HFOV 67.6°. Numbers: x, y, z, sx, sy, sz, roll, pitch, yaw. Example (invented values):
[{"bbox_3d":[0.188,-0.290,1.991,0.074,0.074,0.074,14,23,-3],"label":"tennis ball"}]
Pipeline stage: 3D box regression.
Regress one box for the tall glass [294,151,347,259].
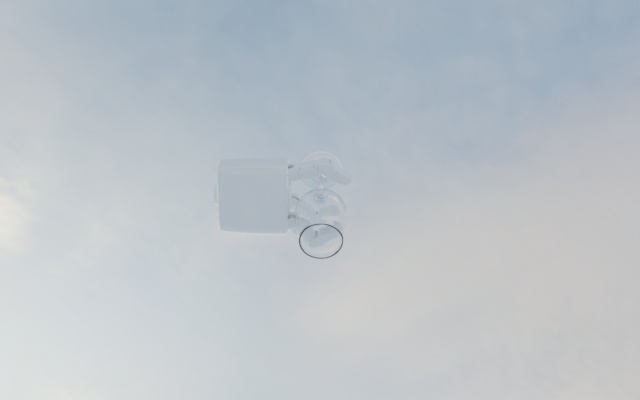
[{"bbox_3d":[0.000,0.002,0.737,0.079,0.079,0.201,0,33,-1],"label":"tall glass"}]
